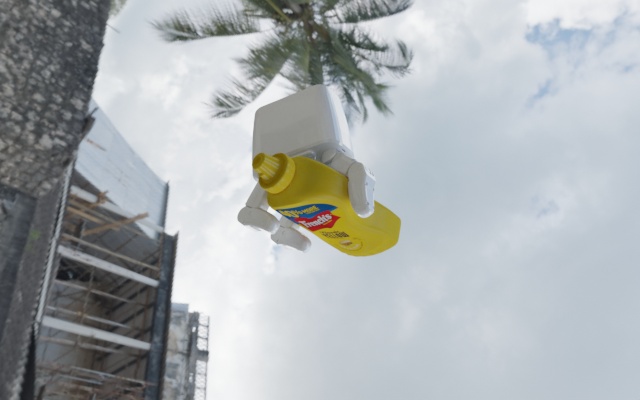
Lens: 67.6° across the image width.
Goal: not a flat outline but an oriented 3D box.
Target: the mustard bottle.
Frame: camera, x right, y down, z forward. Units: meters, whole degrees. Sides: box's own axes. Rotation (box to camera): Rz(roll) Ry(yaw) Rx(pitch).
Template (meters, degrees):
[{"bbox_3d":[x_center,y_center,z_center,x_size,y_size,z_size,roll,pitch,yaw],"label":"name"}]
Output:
[{"bbox_3d":[0.000,0.002,0.521,0.096,0.058,0.192,-8,-31,41],"label":"mustard bottle"}]
